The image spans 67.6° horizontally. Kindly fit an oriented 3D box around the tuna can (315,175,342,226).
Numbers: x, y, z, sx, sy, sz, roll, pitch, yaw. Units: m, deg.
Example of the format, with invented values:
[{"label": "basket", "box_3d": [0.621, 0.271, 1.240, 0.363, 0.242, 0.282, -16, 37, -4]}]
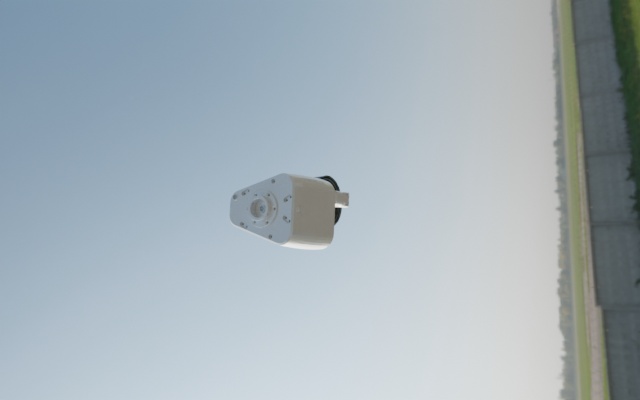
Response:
[{"label": "tuna can", "box_3d": [0.000, 0.003, 0.787, 0.034, 0.086, 0.086, -4, -2, 32]}]
